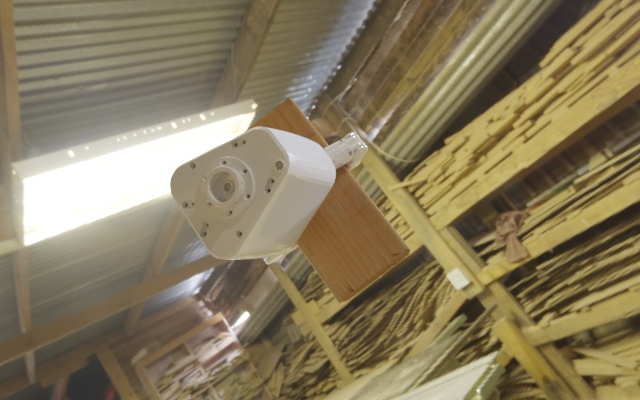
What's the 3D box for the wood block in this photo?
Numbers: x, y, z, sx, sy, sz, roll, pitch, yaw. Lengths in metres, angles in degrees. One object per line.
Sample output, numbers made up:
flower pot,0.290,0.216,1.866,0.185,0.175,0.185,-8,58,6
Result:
wood block,0.000,0.001,0.532,0.091,0.206,0.090,-37,-14,2
